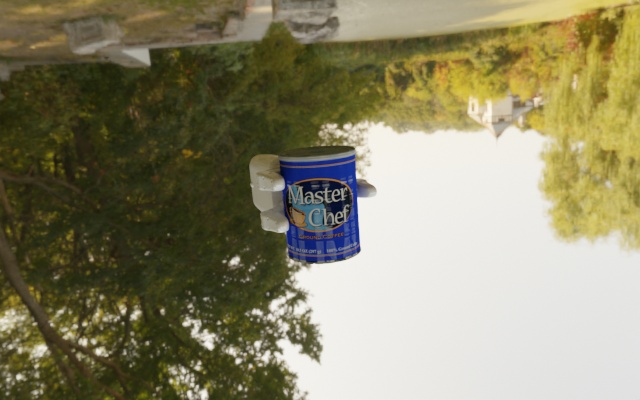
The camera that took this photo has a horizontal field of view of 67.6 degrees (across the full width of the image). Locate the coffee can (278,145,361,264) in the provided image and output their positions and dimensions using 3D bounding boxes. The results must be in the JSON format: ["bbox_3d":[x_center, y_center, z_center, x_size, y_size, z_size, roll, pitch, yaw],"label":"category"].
[{"bbox_3d":[0.000,0.002,0.642,0.103,0.140,0.102,-4,13,1],"label":"coffee can"}]
